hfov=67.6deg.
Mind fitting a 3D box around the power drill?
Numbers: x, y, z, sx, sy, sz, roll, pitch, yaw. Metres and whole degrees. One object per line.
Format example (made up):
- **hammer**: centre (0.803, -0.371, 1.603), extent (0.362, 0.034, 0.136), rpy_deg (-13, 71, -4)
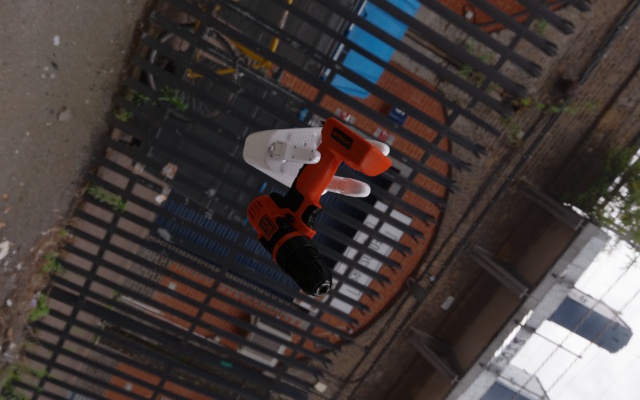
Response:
- **power drill**: centre (0.000, 0.001, 0.592), extent (0.057, 0.187, 0.184), rpy_deg (33, 9, -46)
